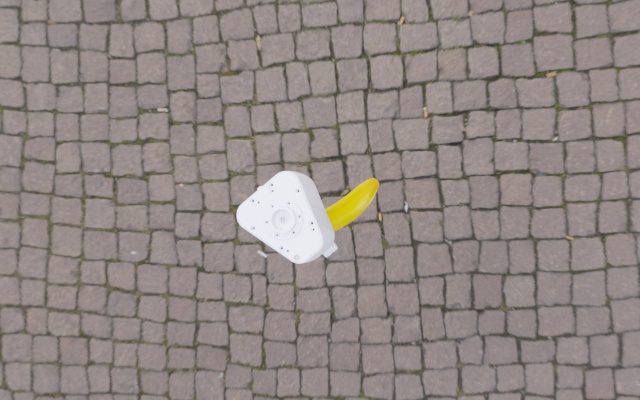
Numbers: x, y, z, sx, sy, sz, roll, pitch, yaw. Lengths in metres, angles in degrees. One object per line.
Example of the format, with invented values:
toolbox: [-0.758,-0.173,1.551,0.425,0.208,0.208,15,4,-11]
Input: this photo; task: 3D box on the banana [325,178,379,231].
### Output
banana: [0.001,0.021,0.744,0.198,0.069,0.037,-15,-9,7]
